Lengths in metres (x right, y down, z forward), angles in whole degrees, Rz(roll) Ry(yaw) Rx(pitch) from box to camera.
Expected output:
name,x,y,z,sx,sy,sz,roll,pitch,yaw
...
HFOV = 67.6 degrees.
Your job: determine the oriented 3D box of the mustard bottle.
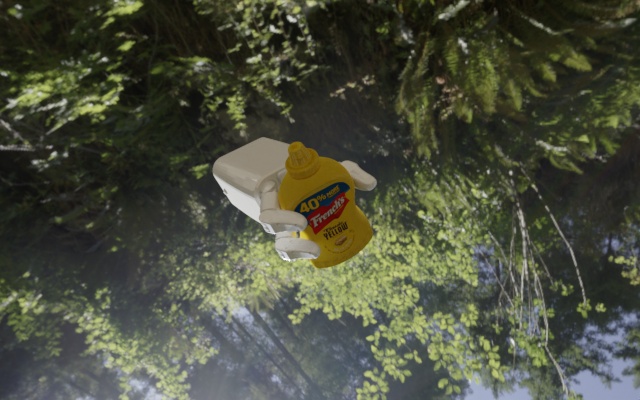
name,x,y,z,sx,sy,sz,roll,pitch,yaw
mustard bottle,0.000,0.002,0.605,0.096,0.192,0.058,-28,43,-4
